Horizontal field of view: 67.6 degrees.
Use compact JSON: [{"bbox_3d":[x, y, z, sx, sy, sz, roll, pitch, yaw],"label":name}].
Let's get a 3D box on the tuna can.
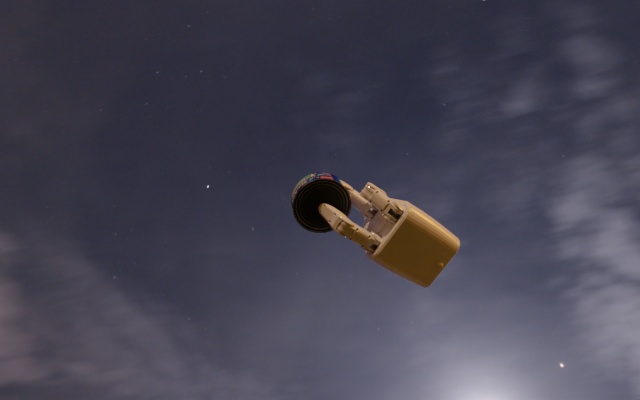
[{"bbox_3d":[0.000,0.002,0.700,0.086,0.086,0.033,0,24,-10],"label":"tuna can"}]
